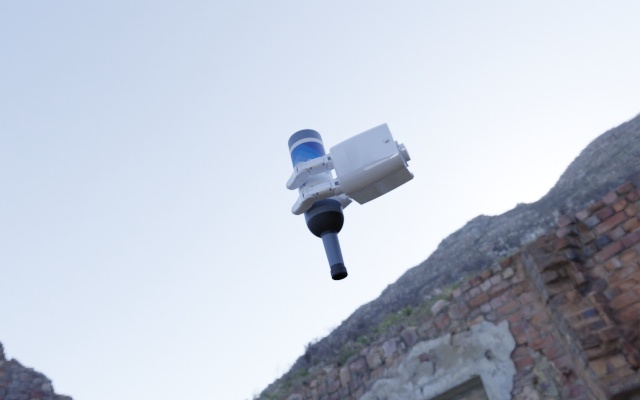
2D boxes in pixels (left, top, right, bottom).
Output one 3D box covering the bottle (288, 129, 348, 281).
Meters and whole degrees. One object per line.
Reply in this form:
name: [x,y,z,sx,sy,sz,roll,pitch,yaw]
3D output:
bottle: [0.000,0.003,0.827,0.069,0.295,0.069,-10,-36,-7]
